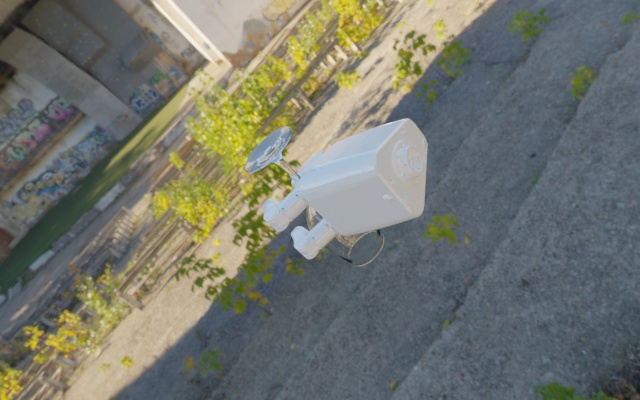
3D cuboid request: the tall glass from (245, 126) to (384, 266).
[{"bbox_3d":[0.000,0.002,0.608,0.201,0.079,0.079,46,-25,-27],"label":"tall glass"}]
